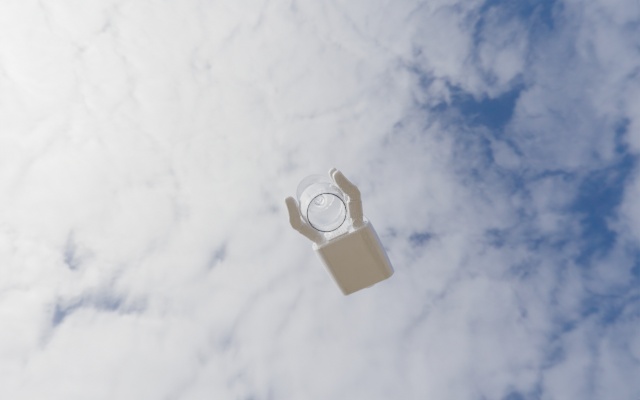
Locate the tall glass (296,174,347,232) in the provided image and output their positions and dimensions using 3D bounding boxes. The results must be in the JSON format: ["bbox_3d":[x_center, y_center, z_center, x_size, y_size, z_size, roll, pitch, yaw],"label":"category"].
[{"bbox_3d":[0.000,0.002,0.824,0.079,0.079,0.201,0,9,-5],"label":"tall glass"}]
